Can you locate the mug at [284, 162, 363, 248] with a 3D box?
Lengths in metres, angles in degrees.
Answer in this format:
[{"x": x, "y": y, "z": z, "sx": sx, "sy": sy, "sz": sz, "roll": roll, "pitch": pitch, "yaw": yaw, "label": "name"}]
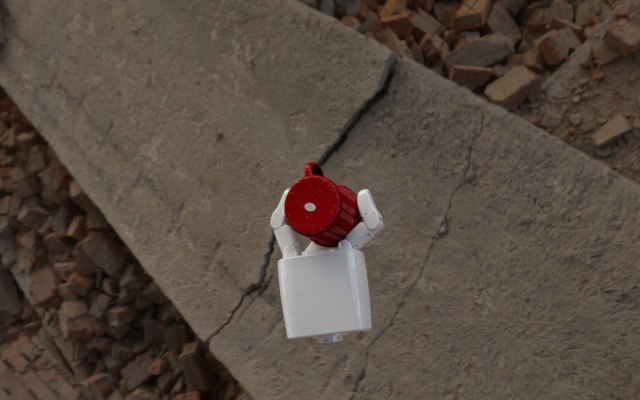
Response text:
[{"x": 0.000, "y": 0.001, "z": 0.651, "sx": 0.093, "sy": 0.117, "sz": 0.081, "roll": -15, "pitch": -16, "yaw": 18, "label": "mug"}]
